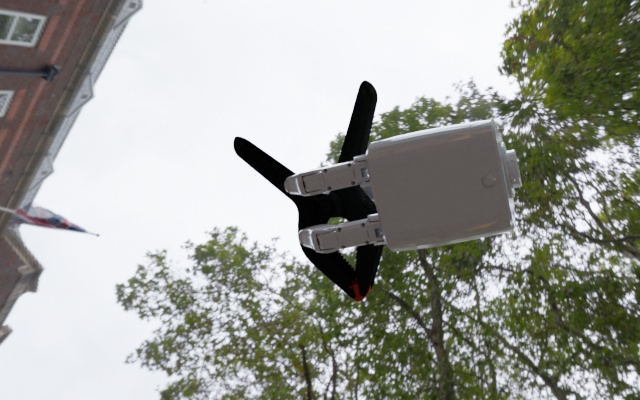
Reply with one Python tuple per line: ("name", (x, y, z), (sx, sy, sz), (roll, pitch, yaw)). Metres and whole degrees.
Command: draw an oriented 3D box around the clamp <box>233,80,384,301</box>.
("clamp", (0.001, 0.002, 0.490), (0.164, 0.210, 0.036), (-11, 6, 25))
